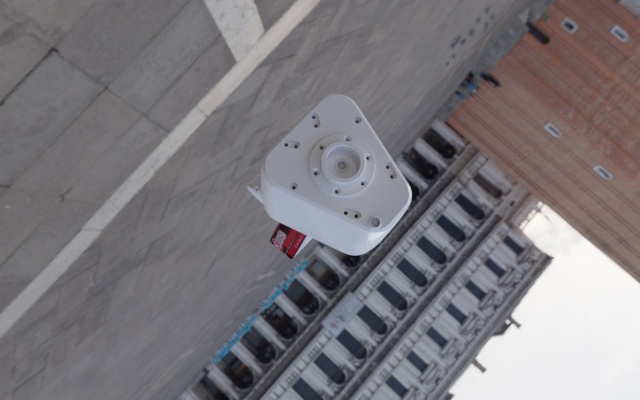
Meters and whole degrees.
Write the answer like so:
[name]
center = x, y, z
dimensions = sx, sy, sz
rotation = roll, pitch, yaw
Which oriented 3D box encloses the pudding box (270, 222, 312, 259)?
[pudding box]
center = 0.000, 0.002, 0.527
dimensions = 0.113, 0.039, 0.090
rotation = -42, -10, -40
